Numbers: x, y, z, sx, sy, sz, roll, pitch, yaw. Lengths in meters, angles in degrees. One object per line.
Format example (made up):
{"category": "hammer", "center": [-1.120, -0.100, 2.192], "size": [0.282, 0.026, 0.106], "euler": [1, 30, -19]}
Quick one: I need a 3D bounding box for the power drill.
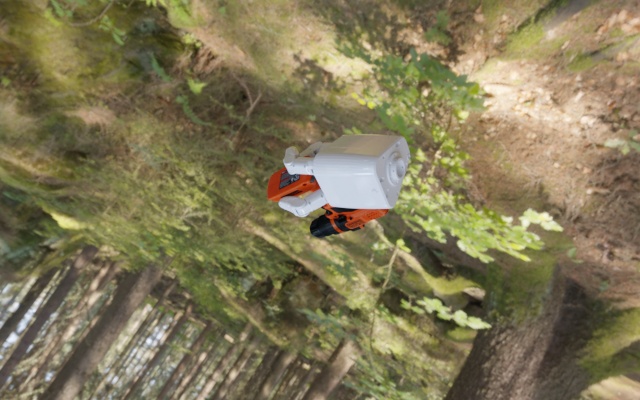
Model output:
{"category": "power drill", "center": [0.000, 0.003, 0.845], "size": [0.188, 0.057, 0.184], "euler": [28, -39, -36]}
